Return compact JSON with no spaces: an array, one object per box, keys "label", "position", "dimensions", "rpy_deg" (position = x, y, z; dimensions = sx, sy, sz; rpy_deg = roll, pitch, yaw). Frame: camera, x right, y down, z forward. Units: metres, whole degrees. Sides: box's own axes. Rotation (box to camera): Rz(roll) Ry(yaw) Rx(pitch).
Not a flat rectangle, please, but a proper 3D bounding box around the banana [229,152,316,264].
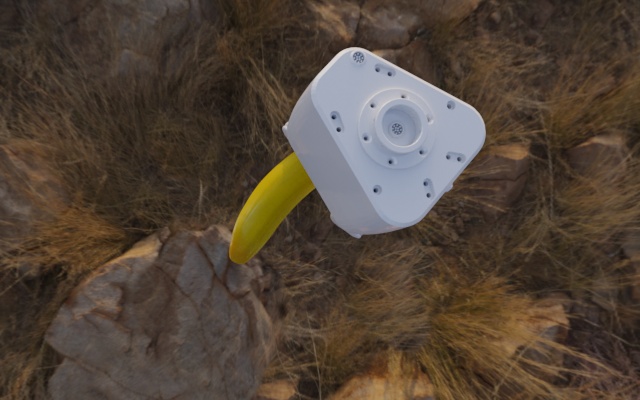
[{"label":"banana","position":[-0.005,-0.017,0.436],"dimensions":[0.198,0.069,0.037],"rpy_deg":[-28,8,-13]}]
